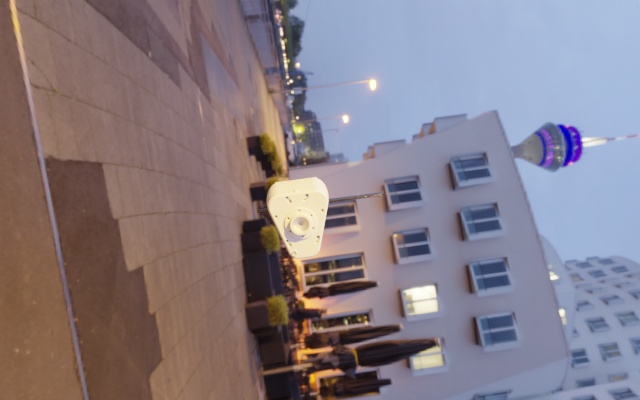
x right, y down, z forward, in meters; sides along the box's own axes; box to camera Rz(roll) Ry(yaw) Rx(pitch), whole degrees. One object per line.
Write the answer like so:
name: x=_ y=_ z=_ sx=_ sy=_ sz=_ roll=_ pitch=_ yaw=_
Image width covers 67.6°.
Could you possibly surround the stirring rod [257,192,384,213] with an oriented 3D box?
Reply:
stirring rod: x=0.000 y=0.003 z=0.898 sx=0.239 sy=0.011 sz=0.011 roll=-8 pitch=0 yaw=-2
